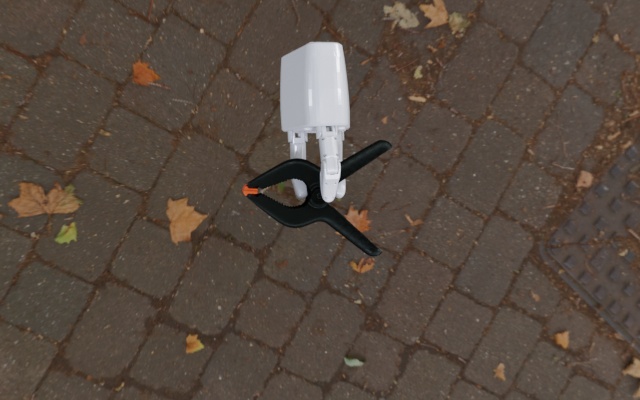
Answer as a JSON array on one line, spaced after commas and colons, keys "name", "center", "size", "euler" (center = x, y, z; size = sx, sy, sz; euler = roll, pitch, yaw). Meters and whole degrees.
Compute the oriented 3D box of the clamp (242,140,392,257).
[{"name": "clamp", "center": [0.000, 0.002, 0.658], "size": [0.210, 0.164, 0.036], "euler": [-3, 5, -12]}]
